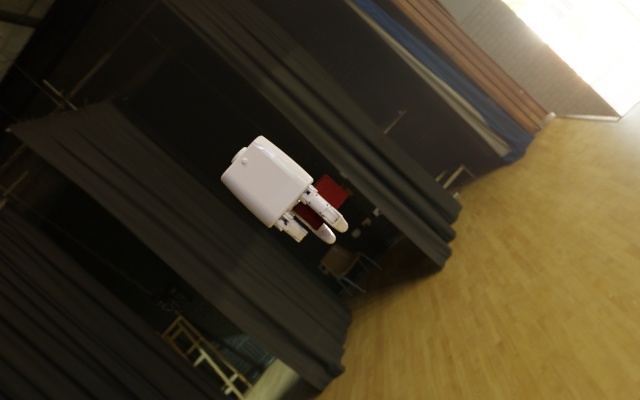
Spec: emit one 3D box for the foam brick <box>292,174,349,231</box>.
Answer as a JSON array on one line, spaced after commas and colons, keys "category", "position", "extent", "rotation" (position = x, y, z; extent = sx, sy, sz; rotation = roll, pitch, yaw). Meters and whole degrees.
[{"category": "foam brick", "position": [0.000, 0.002, 0.756], "extent": [0.051, 0.078, 0.053], "rotation": [43, -1, -1]}]
